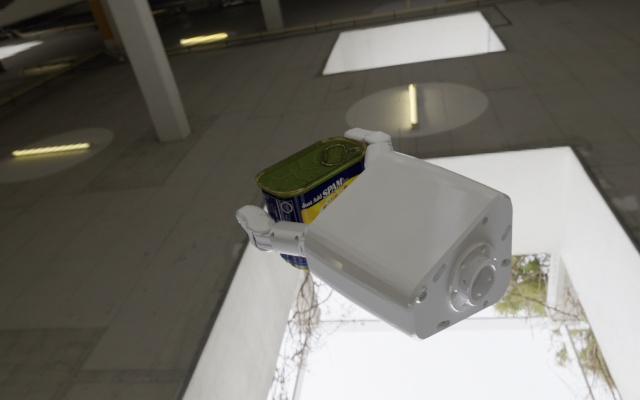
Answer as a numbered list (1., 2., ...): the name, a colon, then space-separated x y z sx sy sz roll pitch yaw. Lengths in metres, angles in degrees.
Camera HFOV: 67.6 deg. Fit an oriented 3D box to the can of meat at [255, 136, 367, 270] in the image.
1. can of meat: 0.000 0.002 0.434 0.102 0.084 0.057 -32 35 -30
